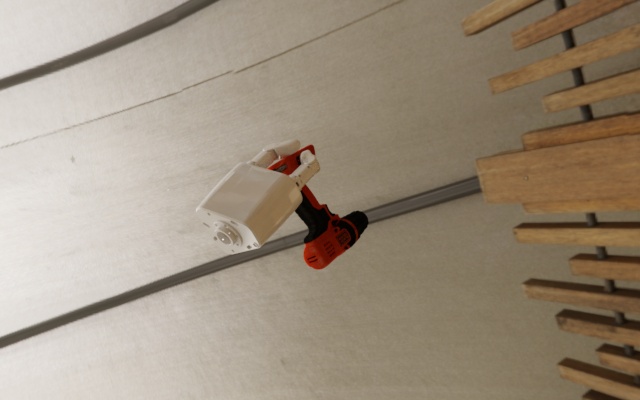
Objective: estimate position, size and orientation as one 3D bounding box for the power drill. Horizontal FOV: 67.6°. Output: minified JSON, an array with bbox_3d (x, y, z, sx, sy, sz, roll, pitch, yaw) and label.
[{"bbox_3d":[0.000,0.002,0.804,0.057,0.187,0.184,-29,3,34],"label":"power drill"}]
